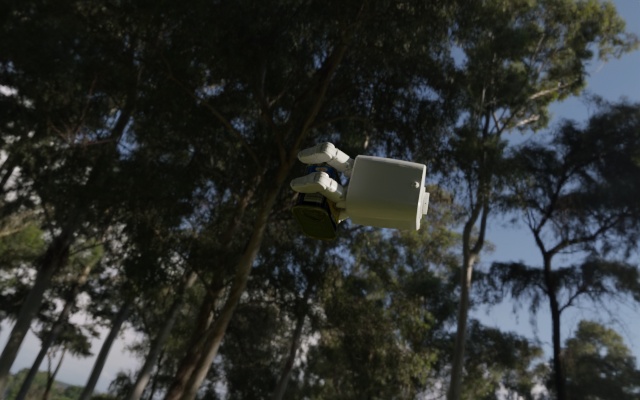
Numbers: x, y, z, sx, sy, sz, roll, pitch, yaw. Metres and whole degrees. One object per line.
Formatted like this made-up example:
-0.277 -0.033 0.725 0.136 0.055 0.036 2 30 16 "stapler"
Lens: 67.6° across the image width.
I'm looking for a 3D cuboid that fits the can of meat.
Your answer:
0.000 0.002 0.748 0.057 0.084 0.102 5 -30 17 "can of meat"
